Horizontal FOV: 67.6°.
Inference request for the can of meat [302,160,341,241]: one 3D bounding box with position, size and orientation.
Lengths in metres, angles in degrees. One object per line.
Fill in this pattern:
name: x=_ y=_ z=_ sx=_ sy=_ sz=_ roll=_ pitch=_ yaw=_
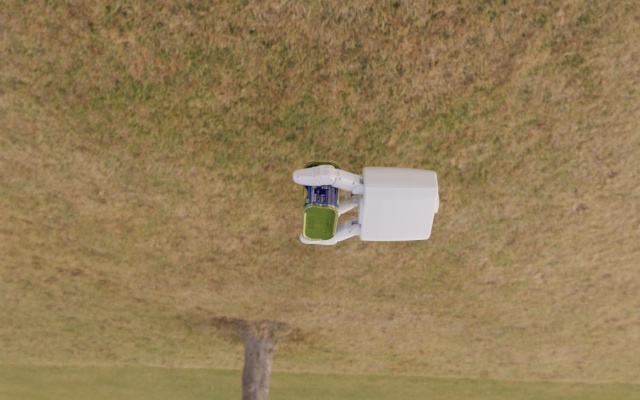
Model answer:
can of meat: x=0.000 y=0.003 z=0.726 sx=0.057 sy=0.084 sz=0.102 roll=3 pitch=-35 yaw=-2
